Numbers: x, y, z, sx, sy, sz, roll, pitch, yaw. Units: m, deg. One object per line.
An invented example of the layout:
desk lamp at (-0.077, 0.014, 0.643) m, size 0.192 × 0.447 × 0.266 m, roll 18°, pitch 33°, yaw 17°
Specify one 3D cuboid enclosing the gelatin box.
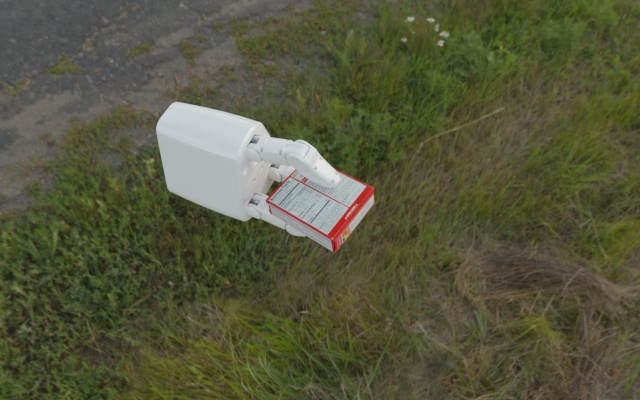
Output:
gelatin box at (0.000, 0.001, 0.495) m, size 0.089 × 0.073 × 0.030 m, roll 28°, pitch -27°, yaw 25°
